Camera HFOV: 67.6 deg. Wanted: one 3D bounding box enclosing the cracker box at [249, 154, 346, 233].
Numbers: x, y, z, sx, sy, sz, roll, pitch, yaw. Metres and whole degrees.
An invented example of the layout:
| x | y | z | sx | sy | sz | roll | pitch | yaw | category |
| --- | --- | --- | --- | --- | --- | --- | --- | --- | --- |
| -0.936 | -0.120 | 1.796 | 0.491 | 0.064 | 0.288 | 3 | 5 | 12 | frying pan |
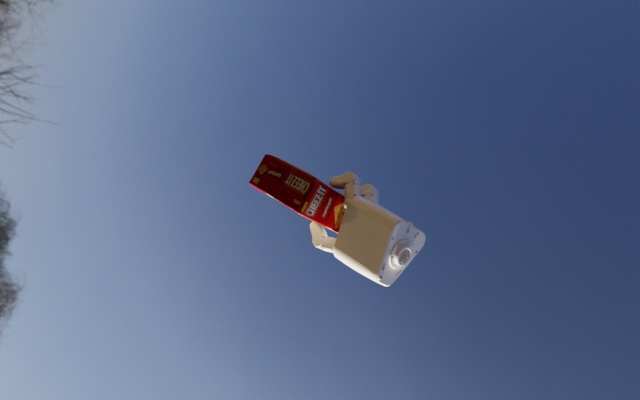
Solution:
| x | y | z | sx | sy | sz | roll | pitch | yaw | category |
| --- | --- | --- | --- | --- | --- | --- | --- | --- | --- |
| 0.000 | 0.003 | 0.882 | 0.214 | 0.072 | 0.164 | 29 | -1 | -43 | cracker box |
